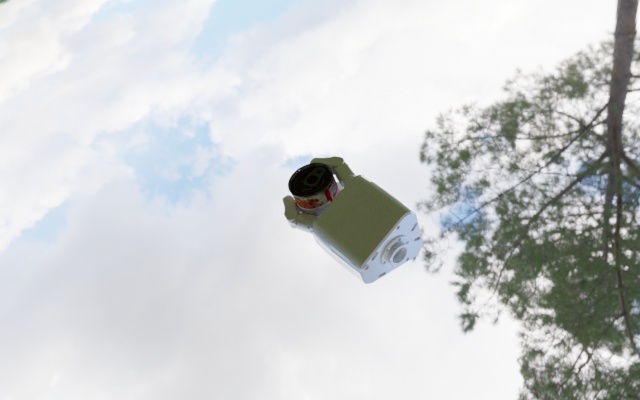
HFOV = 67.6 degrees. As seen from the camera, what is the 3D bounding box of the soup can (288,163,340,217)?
[{"bbox_3d":[0.000,0.002,0.719,0.068,0.068,0.102,0,-40,23],"label":"soup can"}]
